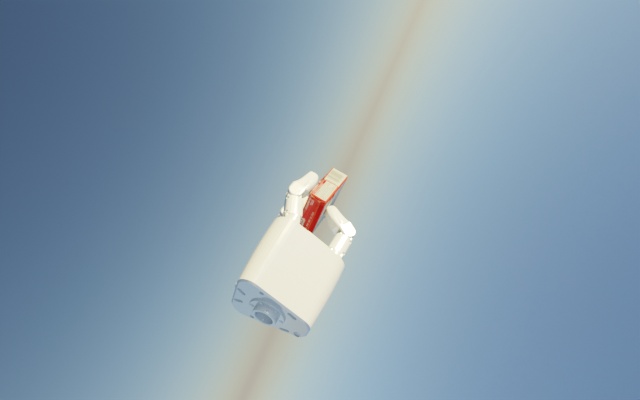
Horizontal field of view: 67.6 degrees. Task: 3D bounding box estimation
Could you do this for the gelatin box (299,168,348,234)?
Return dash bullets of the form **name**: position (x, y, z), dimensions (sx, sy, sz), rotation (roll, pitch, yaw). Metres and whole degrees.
- **gelatin box**: position (0.001, 0.002, 0.708), dimensions (0.030, 0.073, 0.089), rotation (31, 38, 7)
